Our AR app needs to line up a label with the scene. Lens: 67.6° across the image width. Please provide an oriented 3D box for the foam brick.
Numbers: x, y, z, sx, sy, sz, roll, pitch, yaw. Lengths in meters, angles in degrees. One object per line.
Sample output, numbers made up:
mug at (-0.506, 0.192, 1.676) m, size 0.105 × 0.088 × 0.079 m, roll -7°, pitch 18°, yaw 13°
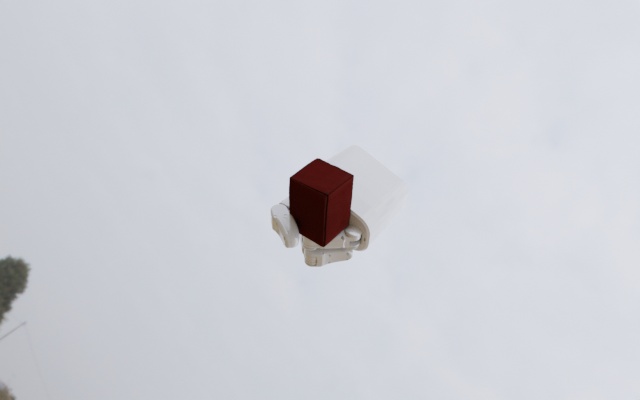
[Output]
foam brick at (0.000, 0.002, 0.539) m, size 0.053 × 0.078 × 0.051 m, roll 28°, pitch 47°, yaw 26°
